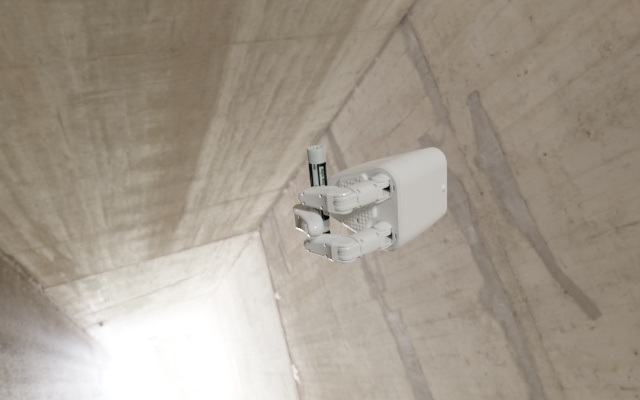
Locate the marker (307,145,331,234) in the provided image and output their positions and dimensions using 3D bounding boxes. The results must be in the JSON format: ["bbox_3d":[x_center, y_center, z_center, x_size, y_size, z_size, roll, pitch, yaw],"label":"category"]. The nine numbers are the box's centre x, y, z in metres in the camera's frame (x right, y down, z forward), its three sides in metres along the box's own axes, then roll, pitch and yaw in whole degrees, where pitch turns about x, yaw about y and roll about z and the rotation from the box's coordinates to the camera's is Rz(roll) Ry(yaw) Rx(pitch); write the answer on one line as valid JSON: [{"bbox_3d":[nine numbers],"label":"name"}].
[{"bbox_3d":[0.000,0.002,0.512,0.020,0.121,0.020,-4,20,2],"label":"marker"}]
